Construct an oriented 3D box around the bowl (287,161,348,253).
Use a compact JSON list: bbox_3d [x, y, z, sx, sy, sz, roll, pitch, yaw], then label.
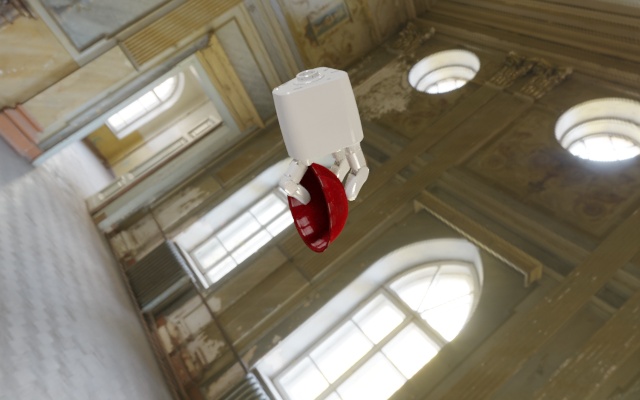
[{"bbox_3d":[0.000,0.004,0.795,0.055,0.162,0.162,-14,6,-25],"label":"bowl"}]
